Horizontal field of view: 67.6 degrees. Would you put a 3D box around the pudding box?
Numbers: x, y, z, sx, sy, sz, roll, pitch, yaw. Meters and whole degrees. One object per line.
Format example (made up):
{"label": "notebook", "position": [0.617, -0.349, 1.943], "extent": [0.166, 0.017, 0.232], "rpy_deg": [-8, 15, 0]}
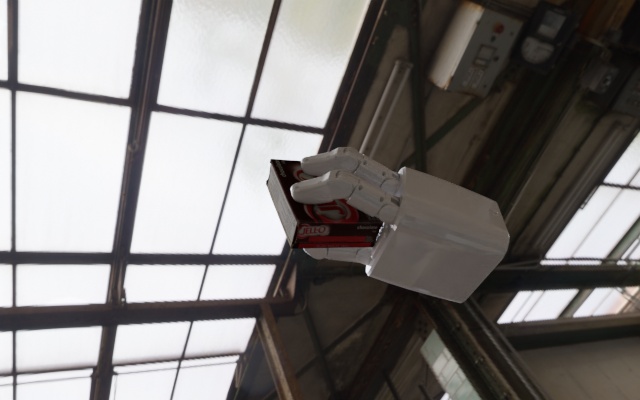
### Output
{"label": "pudding box", "position": [0.000, 0.002, 0.491], "extent": [0.090, 0.039, 0.113], "rpy_deg": [2, 33, -24]}
